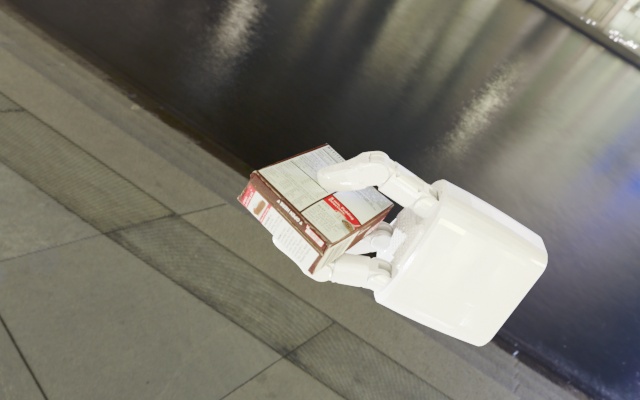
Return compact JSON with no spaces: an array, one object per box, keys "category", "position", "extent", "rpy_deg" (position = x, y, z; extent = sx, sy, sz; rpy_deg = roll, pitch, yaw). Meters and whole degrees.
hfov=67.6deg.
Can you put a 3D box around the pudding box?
[{"category":"pudding box","position":[0.000,0.001,0.413],"extent":[0.090,0.039,0.113],"rpy_deg":[43,34,15]}]
